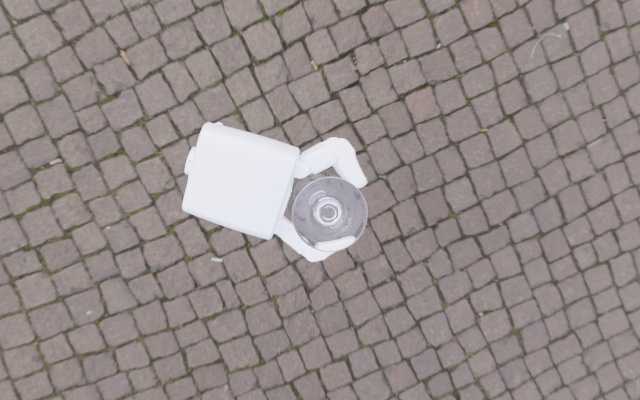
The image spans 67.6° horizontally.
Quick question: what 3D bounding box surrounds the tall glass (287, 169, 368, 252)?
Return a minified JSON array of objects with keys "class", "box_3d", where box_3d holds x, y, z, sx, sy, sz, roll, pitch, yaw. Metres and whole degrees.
[{"class":"tall glass","box_3d":[0.000,0.002,0.562,0.079,0.079,0.201,0,7,-5]}]
